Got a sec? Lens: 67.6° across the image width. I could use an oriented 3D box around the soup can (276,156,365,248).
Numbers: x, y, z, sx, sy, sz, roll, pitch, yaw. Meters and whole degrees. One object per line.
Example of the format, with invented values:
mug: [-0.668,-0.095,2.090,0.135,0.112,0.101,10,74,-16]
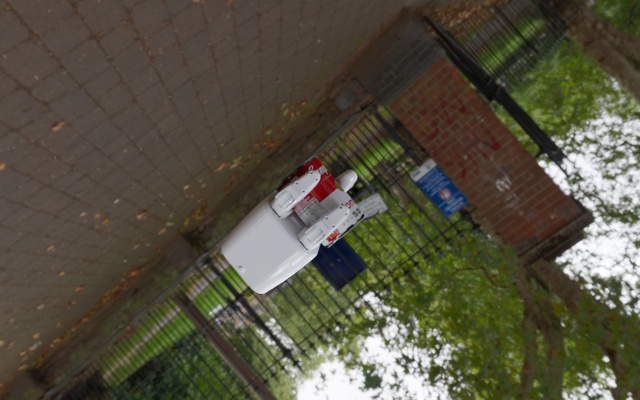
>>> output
soup can: [0.001,0.002,0.619,0.068,0.102,0.068,-40,-2,-1]
